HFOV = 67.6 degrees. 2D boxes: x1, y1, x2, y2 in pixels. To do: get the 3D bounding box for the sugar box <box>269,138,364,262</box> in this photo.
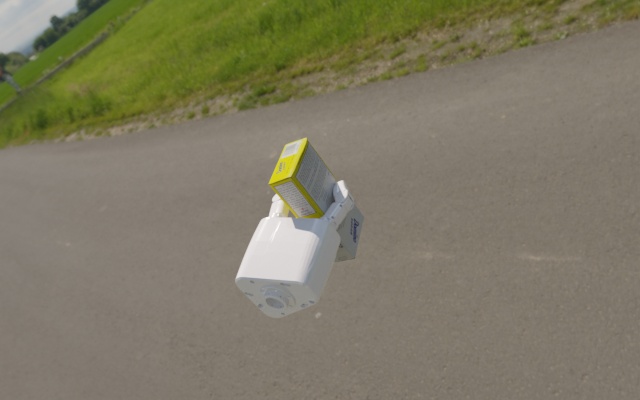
[{"bbox_3d":[0.000,0.002,0.711,0.048,0.176,0.093,-15,37,29],"label":"sugar box"}]
